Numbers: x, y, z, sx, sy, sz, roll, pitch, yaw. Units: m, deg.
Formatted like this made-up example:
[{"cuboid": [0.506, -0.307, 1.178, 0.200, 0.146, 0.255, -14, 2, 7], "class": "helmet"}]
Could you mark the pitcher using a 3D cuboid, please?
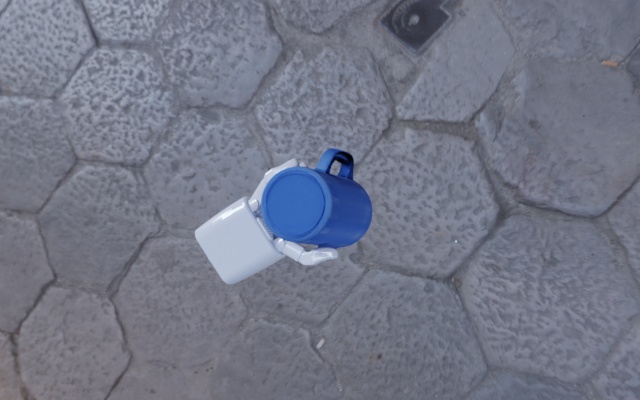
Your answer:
[{"cuboid": [0.000, 0.003, 0.777, 0.145, 0.149, 0.243, -29, -12, 12], "class": "pitcher"}]
